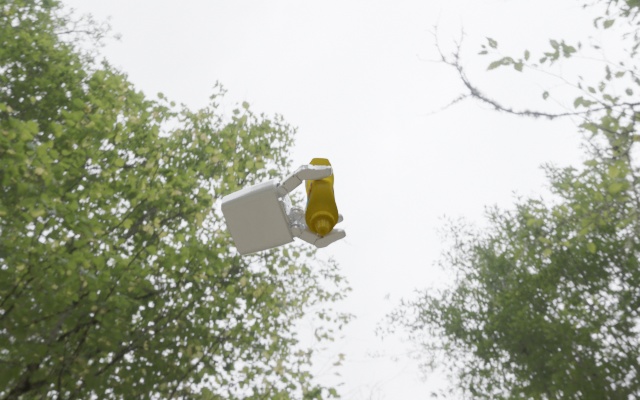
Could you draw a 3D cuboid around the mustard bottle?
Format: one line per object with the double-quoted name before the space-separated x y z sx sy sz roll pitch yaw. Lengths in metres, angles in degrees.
"mustard bottle" 0.000 0.003 0.855 0.058 0.096 0.191 3 29 -4
